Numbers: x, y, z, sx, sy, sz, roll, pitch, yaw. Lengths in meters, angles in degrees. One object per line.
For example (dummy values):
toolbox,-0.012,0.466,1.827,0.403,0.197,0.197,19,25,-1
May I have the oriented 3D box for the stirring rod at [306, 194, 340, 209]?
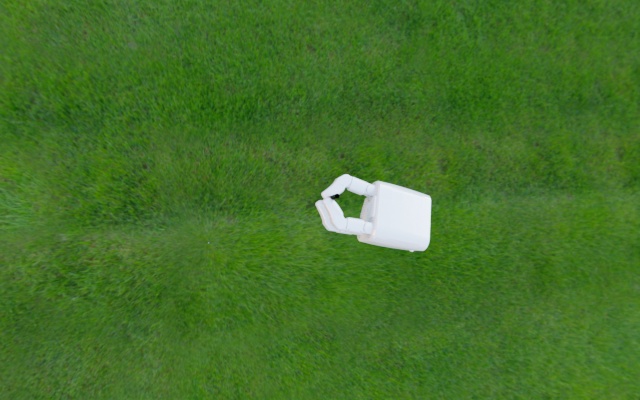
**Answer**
stirring rod,0.000,0.003,0.895,0.011,0.011,0.239,0,-5,-13
